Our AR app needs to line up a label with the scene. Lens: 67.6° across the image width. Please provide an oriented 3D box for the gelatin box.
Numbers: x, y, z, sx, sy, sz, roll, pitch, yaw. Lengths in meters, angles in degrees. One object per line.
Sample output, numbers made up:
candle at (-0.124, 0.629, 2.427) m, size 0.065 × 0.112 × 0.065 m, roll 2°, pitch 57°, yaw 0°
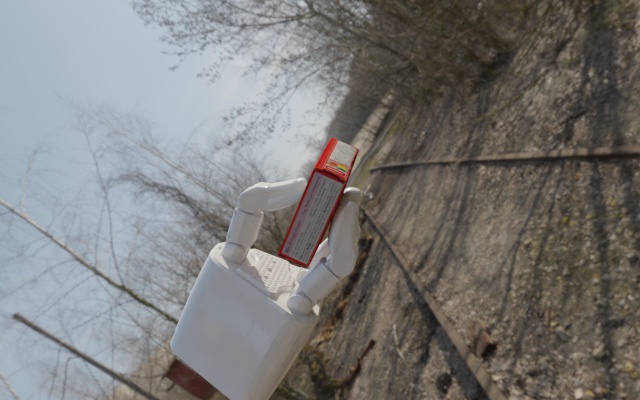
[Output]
gelatin box at (0.000, 0.001, 0.400) m, size 0.030 × 0.089 × 0.073 m, roll 23°, pitch 28°, yaw 1°
